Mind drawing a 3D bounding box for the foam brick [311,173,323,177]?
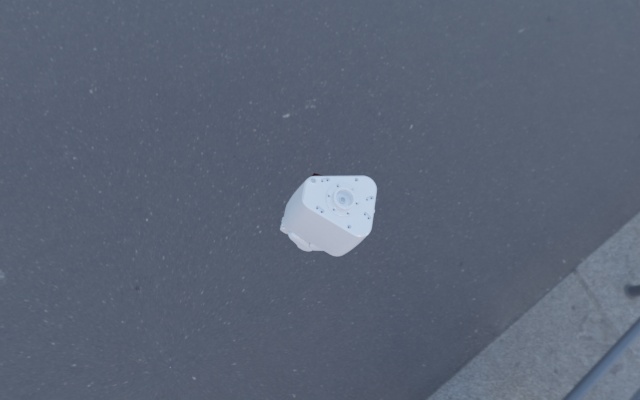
[{"bbox_3d":[0.000,0.002,0.794,0.053,0.078,0.051,15,-23,-11],"label":"foam brick"}]
